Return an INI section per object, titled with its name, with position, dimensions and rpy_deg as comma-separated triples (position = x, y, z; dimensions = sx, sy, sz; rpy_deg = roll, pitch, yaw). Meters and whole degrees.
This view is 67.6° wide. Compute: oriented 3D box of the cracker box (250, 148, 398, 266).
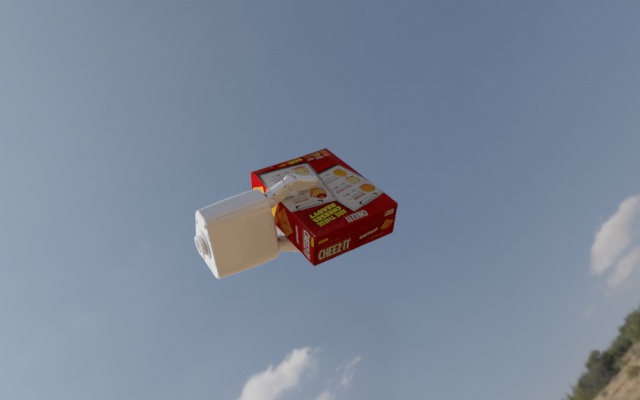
[cracker box]
position = 0.000, 0.002, 0.823
dimensions = 0.164, 0.072, 0.213
rpy_deg = -20, 41, -27
